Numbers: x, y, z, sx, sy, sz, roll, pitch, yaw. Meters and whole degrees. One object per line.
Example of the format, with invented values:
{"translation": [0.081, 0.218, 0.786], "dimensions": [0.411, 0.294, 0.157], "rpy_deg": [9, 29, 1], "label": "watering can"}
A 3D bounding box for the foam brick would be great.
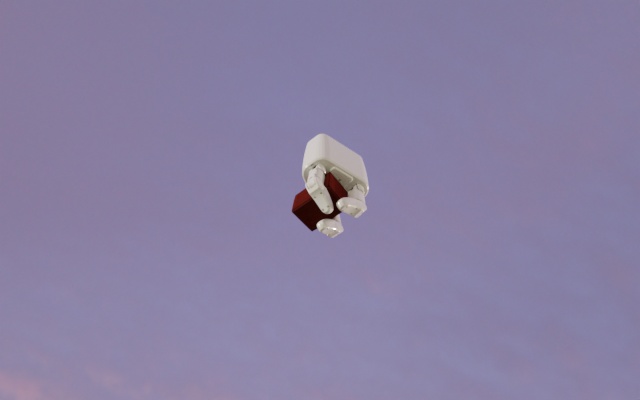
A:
{"translation": [0.000, 0.003, 0.785], "dimensions": [0.078, 0.053, 0.051], "rpy_deg": [-34, 24, 20], "label": "foam brick"}
